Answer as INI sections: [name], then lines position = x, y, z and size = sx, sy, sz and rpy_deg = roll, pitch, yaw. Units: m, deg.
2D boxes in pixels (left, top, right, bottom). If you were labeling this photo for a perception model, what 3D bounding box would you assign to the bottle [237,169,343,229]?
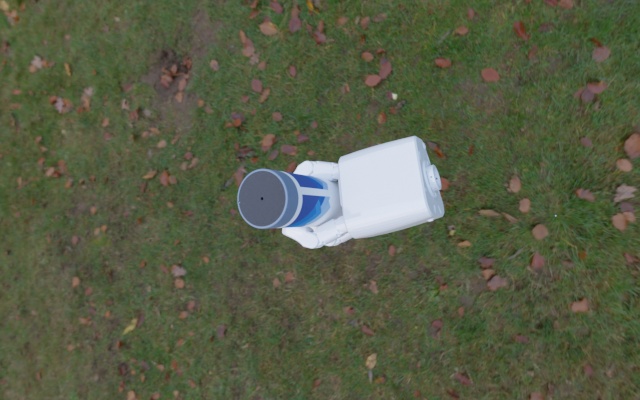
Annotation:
[bottle]
position = 0.000, 0.002, 0.658
size = 0.069, 0.069, 0.296
rpy_deg = 0, -2, 26
